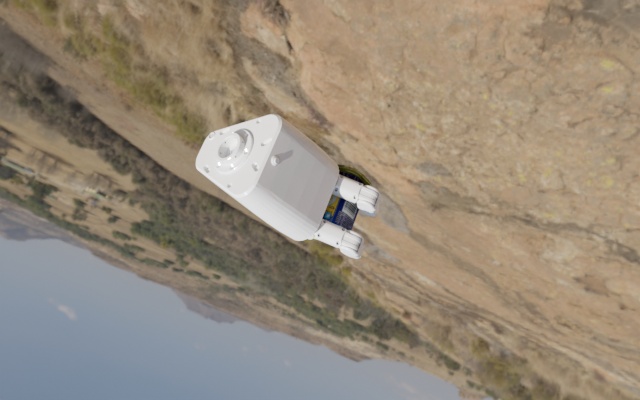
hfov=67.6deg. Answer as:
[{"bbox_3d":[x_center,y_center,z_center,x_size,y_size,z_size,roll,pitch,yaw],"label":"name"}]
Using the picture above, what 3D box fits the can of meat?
[{"bbox_3d":[0.000,0.002,0.587,0.102,0.084,0.057,11,-18,35],"label":"can of meat"}]
